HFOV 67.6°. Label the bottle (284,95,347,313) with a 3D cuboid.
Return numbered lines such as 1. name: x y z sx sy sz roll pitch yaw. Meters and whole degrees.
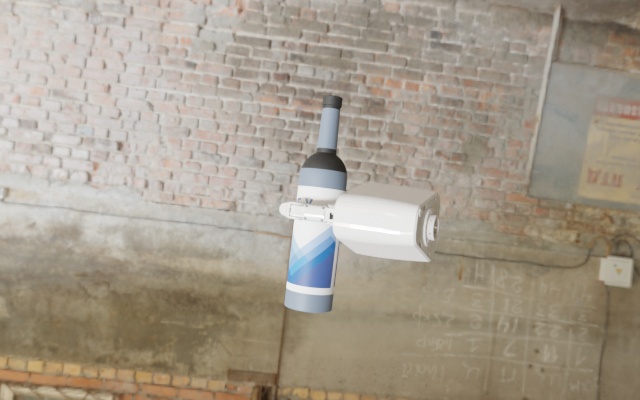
1. bottle: 0.000 0.002 0.665 0.069 0.295 0.069 7 -1 0
